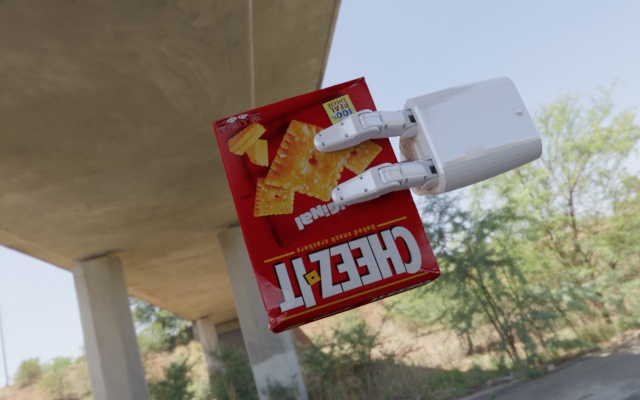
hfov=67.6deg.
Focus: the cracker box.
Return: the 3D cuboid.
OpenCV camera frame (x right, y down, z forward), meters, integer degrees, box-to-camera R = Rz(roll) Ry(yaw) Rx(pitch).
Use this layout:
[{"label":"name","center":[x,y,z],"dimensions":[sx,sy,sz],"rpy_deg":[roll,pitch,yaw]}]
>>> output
[{"label":"cracker box","center":[0.000,0.001,0.473],"dimensions":[0.164,0.213,0.072],"rpy_deg":[-17,-16,-5]}]
